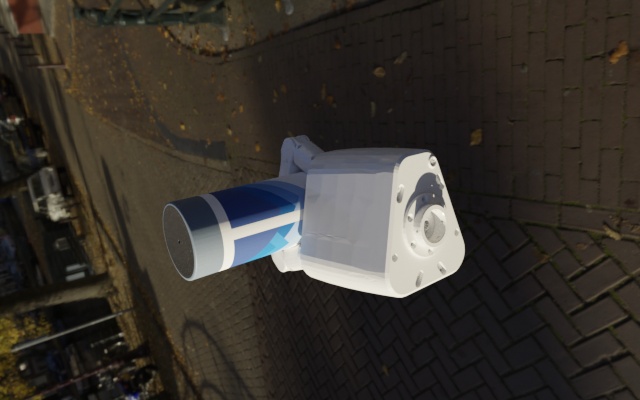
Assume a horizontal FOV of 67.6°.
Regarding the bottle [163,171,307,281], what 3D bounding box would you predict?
[{"bbox_3d":[0.000,0.002,0.473,0.295,0.069,0.069,-16,9,-35],"label":"bottle"}]
